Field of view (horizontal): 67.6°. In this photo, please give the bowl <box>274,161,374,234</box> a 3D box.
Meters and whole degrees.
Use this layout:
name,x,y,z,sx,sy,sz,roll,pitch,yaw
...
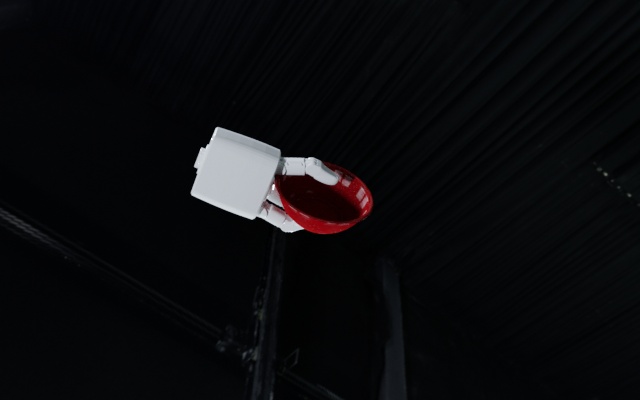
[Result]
name,x,y,z,sx,sy,sz,roll,pitch,yaw
bowl,0.001,0.003,0.763,0.162,0.055,0.162,12,36,-9
